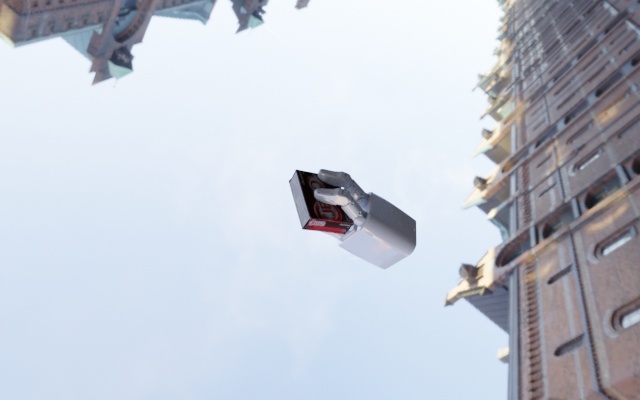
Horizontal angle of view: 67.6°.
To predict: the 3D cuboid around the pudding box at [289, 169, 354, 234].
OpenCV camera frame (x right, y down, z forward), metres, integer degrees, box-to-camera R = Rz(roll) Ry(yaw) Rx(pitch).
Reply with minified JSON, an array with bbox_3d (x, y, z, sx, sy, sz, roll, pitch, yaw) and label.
[{"bbox_3d":[0.000,0.003,0.836,0.090,0.113,0.039,9,-46,-33],"label":"pudding box"}]
